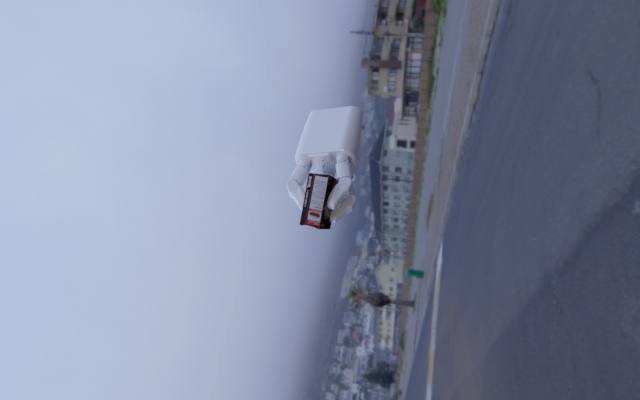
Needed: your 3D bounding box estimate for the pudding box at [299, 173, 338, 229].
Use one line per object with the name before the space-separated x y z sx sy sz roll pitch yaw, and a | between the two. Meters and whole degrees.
pudding box | 0.000 0.003 0.812 0.039 0.090 0.113 9 -1 13
